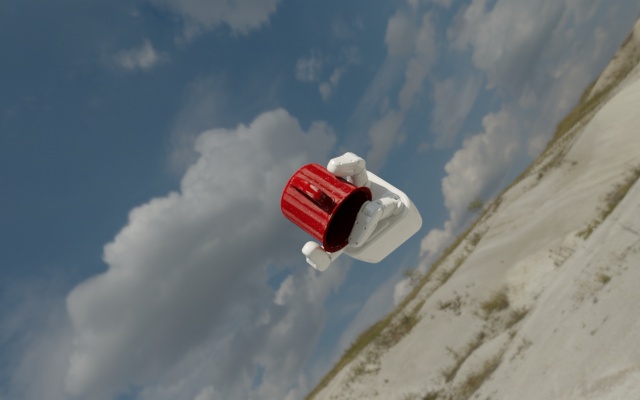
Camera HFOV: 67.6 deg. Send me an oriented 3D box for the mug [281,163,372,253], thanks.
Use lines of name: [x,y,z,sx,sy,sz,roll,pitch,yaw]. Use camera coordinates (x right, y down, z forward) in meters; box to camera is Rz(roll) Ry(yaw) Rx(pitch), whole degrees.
mug: [-0.001,0.001,0.588,0.081,0.093,0.117,33,-2,28]
